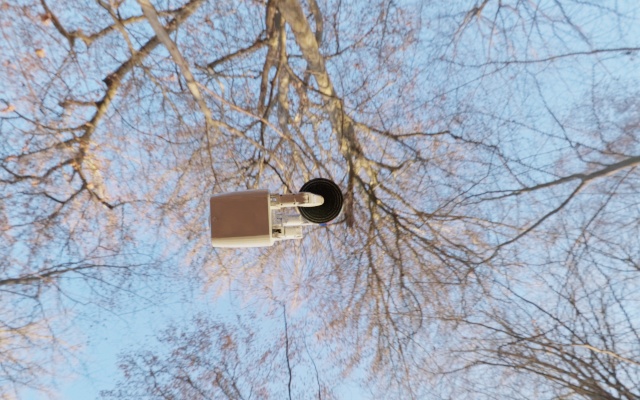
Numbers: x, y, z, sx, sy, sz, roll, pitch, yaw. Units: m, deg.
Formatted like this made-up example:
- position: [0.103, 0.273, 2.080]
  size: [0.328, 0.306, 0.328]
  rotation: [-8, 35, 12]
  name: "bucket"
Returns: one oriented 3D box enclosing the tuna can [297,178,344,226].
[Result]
- position: [0.000, 0.003, 0.881]
  size: [0.086, 0.086, 0.034]
  rotation: [0, -9, 4]
  name: "tuna can"
